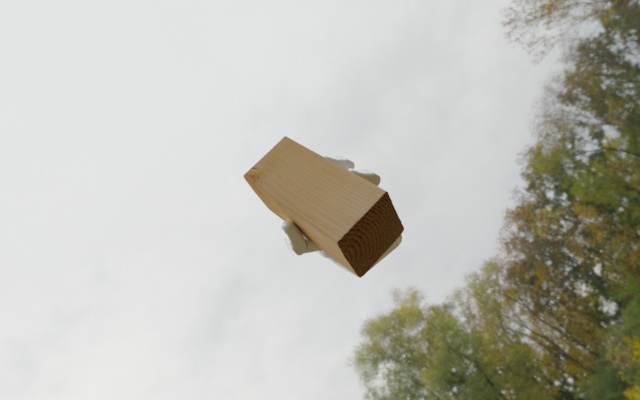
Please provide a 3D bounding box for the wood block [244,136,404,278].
[{"bbox_3d":[0.000,0.003,0.652,0.206,0.091,0.090,32,-17,41],"label":"wood block"}]
